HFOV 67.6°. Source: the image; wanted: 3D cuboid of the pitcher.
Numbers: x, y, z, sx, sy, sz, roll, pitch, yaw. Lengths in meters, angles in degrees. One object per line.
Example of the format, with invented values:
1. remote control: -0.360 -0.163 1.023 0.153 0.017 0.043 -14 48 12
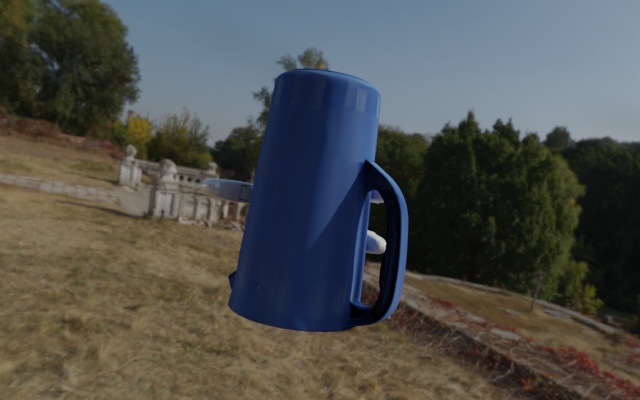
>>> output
1. pitcher: 0.000 0.002 0.478 0.149 0.243 0.145 9 1 -15
